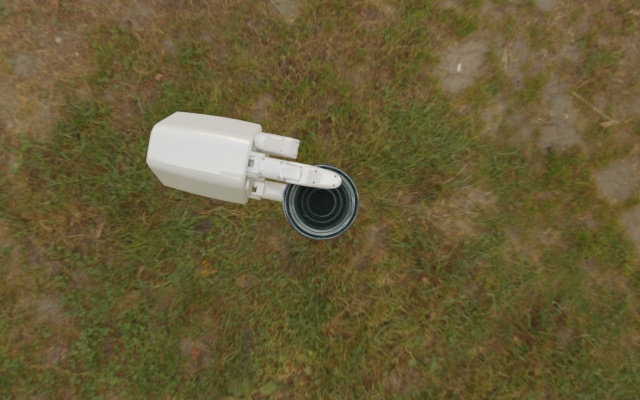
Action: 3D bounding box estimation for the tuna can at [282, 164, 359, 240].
[{"bbox_3d":[0.000,0.002,0.541,0.086,0.086,0.034,0,1,-6],"label":"tuna can"}]
